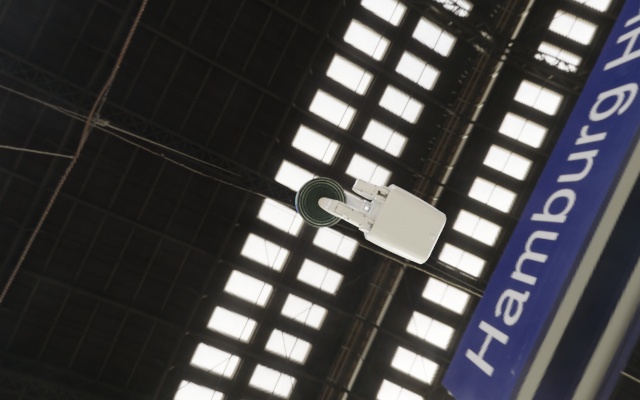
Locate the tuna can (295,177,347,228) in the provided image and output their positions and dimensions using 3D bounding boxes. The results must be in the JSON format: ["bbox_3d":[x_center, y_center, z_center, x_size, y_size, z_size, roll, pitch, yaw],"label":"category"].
[{"bbox_3d":[0.000,0.003,0.819,0.086,0.086,0.034,0,3,-9],"label":"tuna can"}]
